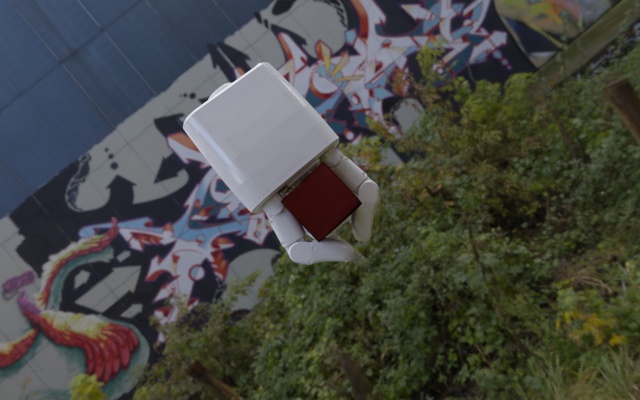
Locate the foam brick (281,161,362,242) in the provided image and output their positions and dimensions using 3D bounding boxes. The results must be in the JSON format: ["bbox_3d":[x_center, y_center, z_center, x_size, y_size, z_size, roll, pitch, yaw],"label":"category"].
[{"bbox_3d":[0.000,0.001,0.449,0.053,0.051,0.078,-43,0,-1],"label":"foam brick"}]
